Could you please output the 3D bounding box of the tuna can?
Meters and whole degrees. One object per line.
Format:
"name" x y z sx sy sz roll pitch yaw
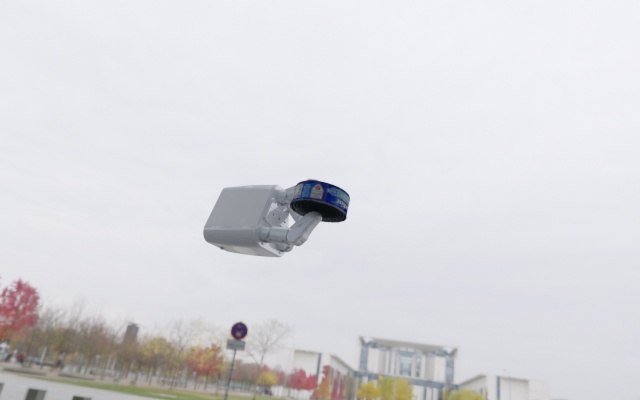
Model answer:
"tuna can" 0.000 0.002 0.702 0.086 0.033 0.086 12 -20 4
